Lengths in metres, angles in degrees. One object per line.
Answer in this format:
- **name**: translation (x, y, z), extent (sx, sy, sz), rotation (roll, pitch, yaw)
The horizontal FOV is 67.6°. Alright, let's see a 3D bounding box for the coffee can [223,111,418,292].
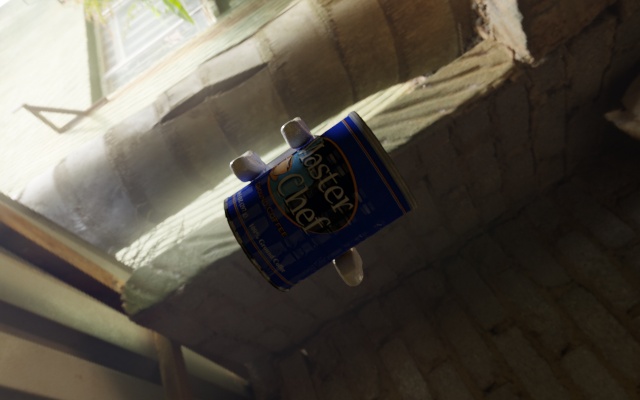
- **coffee can**: translation (0.000, 0.001, 0.429), extent (0.140, 0.103, 0.103), rotation (-34, -4, 5)
